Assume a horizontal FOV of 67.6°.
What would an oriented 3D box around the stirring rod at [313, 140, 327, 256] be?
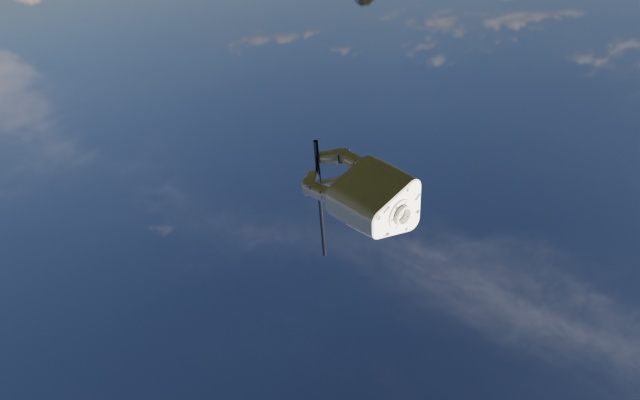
[{"bbox_3d":[0.000,0.003,0.852,0.011,0.240,0.011,-3,32,2],"label":"stirring rod"}]
